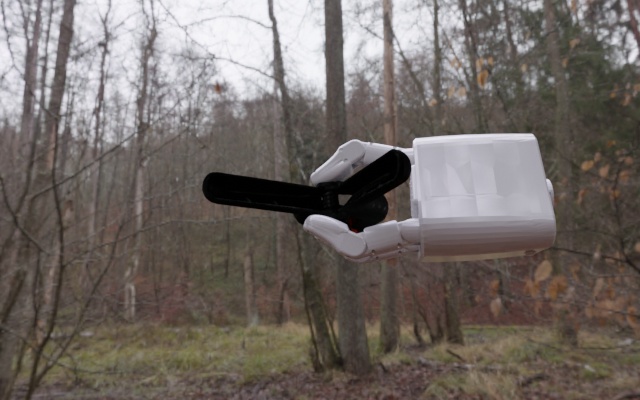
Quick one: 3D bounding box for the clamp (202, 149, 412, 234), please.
[{"bbox_3d":[0.000,0.001,0.444,0.164,0.036,0.210,-3,-13,9],"label":"clamp"}]
